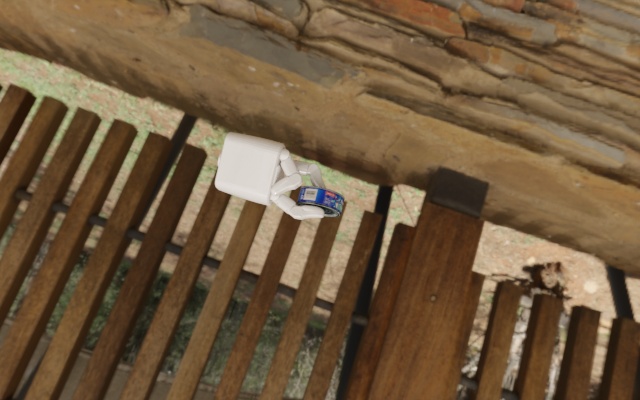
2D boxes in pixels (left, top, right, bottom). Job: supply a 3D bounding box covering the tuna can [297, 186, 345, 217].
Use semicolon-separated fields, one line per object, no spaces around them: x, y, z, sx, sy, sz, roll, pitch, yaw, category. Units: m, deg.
0.000;0.003;0.892;0.086;0.033;0.086;13;-15;3;tuna can
